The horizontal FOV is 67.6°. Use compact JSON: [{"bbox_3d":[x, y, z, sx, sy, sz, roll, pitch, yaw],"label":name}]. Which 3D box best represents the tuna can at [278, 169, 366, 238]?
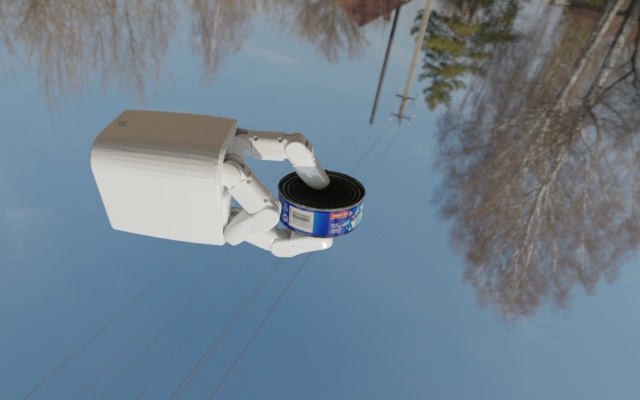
[{"bbox_3d":[0.000,0.002,0.474,0.086,0.034,0.086,4,28,-2],"label":"tuna can"}]
